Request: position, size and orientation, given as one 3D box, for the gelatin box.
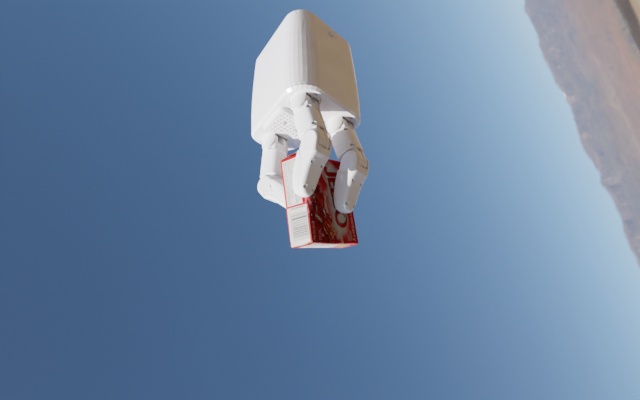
[{"bbox_3d":[0.000,0.002,0.469,0.030,0.089,0.073,-17,-15,37],"label":"gelatin box"}]
